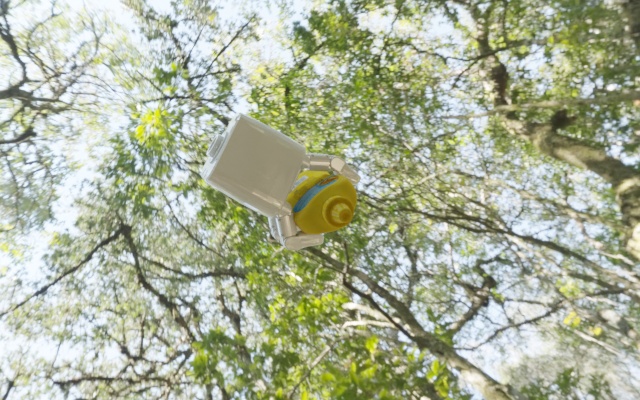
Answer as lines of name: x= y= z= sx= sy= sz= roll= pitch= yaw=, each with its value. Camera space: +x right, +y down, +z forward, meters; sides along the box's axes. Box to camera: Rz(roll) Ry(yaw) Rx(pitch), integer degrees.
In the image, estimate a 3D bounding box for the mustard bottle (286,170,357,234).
mustard bottle: x=0.000 y=0.002 z=0.681 sx=0.096 sy=0.058 sz=0.191 roll=-39 pitch=19 yaw=-9
